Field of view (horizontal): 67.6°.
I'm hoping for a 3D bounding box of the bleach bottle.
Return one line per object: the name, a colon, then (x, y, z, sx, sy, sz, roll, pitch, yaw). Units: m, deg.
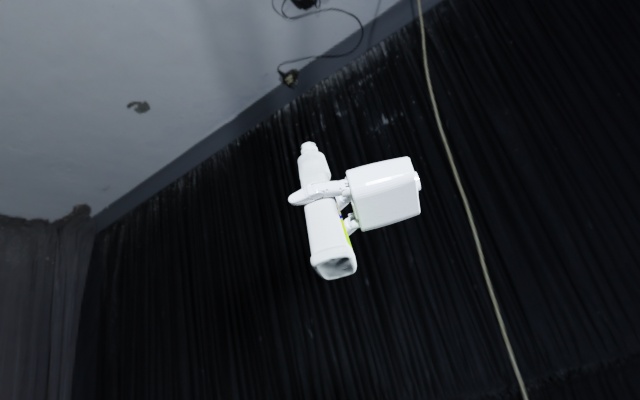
bleach bottle: (0.000, 0.003, 0.818, 0.068, 0.250, 0.103, -16, -29, 5)
